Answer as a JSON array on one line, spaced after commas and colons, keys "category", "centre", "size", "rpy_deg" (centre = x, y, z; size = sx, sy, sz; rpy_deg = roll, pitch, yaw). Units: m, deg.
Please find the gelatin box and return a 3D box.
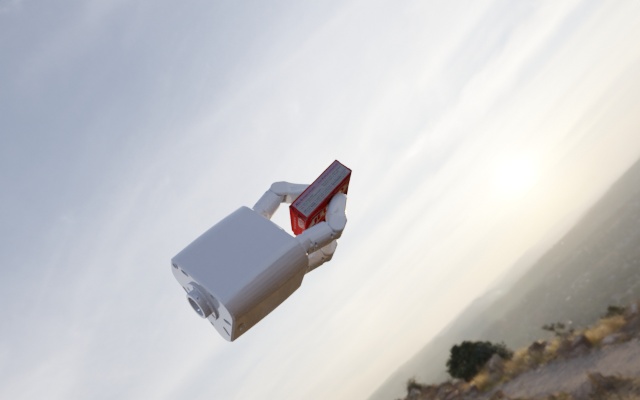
[{"category": "gelatin box", "centre": [0.000, 0.001, 0.593], "size": [0.030, 0.089, 0.073], "rpy_deg": [37, -22, 15]}]
